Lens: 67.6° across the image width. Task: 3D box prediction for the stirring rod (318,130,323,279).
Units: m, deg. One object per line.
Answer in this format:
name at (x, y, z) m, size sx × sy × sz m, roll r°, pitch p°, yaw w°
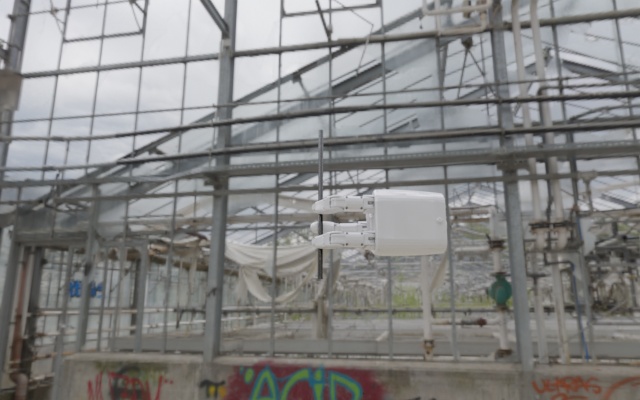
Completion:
stirring rod at (0.000, 0.003, 0.754) m, size 0.011 × 0.239 × 0.011 m, roll 0°, pitch -13°, yaw 0°
